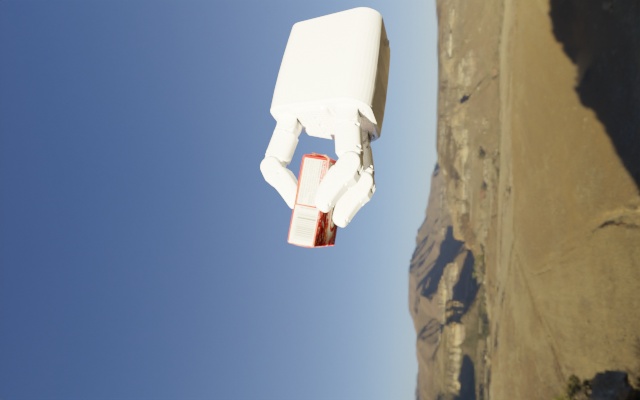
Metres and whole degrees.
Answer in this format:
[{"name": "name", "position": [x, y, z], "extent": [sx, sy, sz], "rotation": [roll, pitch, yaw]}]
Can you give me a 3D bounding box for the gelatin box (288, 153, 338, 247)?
[{"name": "gelatin box", "position": [0.000, 0.002, 0.484], "extent": [0.030, 0.089, 0.073], "rotation": [10, 0, 18]}]
